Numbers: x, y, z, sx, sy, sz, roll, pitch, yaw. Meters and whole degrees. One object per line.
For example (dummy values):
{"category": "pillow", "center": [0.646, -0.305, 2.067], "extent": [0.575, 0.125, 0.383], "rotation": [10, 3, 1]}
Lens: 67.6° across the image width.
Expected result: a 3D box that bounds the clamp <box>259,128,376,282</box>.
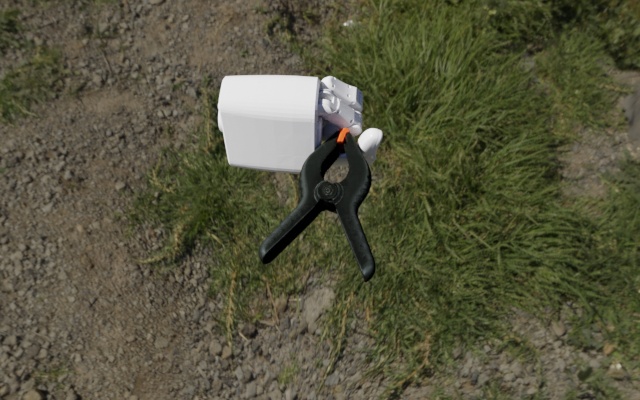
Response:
{"category": "clamp", "center": [0.000, 0.001, 0.509], "extent": [0.120, 0.171, 0.039], "rotation": [3, -28, 4]}
